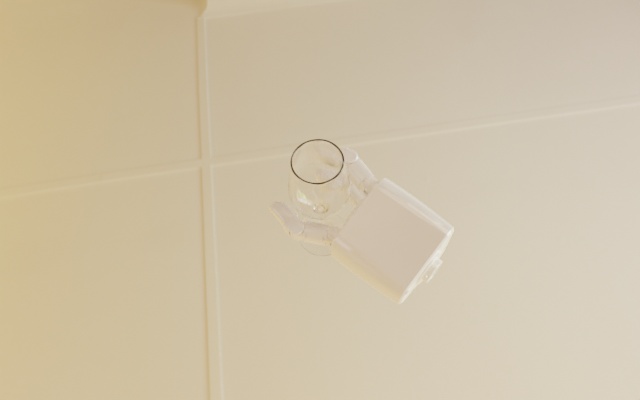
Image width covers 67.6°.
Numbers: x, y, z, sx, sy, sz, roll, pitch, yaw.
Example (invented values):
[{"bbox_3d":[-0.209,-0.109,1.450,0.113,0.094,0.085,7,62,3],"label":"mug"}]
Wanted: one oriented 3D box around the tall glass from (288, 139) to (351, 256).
[{"bbox_3d":[0.000,0.002,0.630,0.079,0.079,0.201,0,-28,3],"label":"tall glass"}]
